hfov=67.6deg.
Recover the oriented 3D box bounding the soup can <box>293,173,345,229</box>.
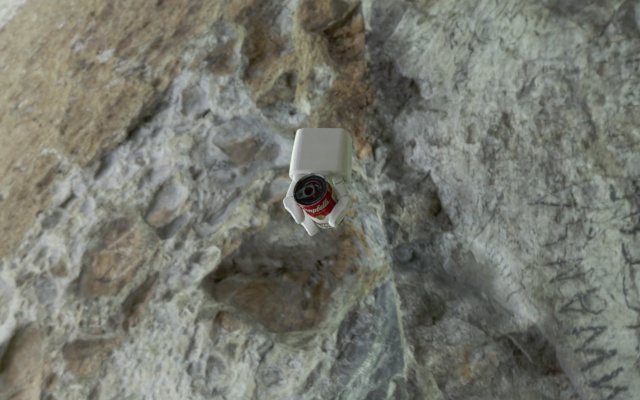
[{"bbox_3d":[0.000,0.003,0.895,0.068,0.068,0.102,0,-28,25],"label":"soup can"}]
